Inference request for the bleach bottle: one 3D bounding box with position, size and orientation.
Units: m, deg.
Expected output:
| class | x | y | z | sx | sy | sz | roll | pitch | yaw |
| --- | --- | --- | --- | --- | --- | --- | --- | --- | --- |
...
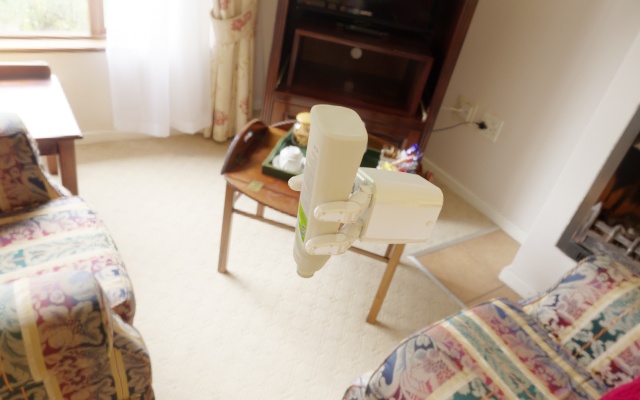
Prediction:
| class | x | y | z | sx | sy | sz | roll | pitch | yaw |
| --- | --- | --- | --- | --- | --- | --- | --- | --- | --- |
| bleach bottle | 0.000 | 0.002 | 0.669 | 0.068 | 0.251 | 0.102 | 5 | 34 | -14 |
